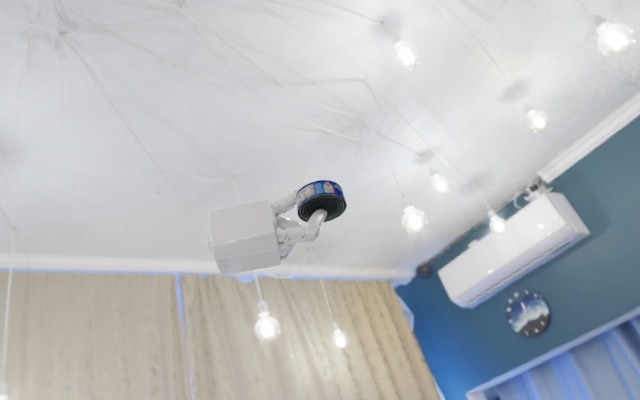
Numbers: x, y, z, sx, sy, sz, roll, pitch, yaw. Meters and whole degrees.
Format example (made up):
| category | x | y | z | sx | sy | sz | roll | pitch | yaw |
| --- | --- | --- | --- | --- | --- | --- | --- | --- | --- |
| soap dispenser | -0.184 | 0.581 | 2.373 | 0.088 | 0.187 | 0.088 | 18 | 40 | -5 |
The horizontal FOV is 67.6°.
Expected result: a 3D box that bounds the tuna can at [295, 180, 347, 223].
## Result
| category | x | y | z | sx | sy | sz | roll | pitch | yaw |
| --- | --- | --- | --- | --- | --- | --- | --- | --- | --- |
| tuna can | 0.000 | 0.002 | 0.820 | 0.086 | 0.033 | 0.086 | -9 | -34 | -6 |
